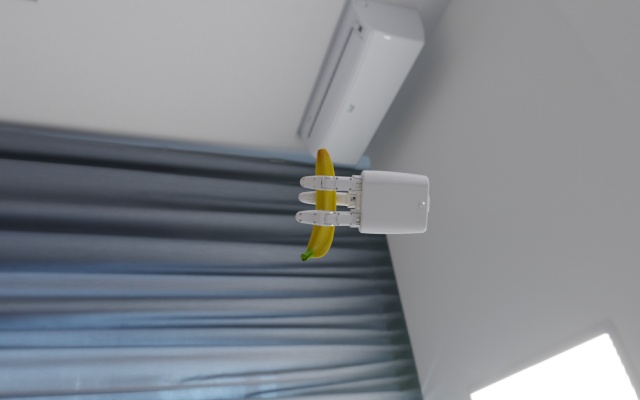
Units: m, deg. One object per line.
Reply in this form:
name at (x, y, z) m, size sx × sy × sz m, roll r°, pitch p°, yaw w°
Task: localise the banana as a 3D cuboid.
banana at (0.004, 0.013, 0.798) m, size 0.037 × 0.197 × 0.070 m, roll 1°, pitch -22°, yaw 16°
